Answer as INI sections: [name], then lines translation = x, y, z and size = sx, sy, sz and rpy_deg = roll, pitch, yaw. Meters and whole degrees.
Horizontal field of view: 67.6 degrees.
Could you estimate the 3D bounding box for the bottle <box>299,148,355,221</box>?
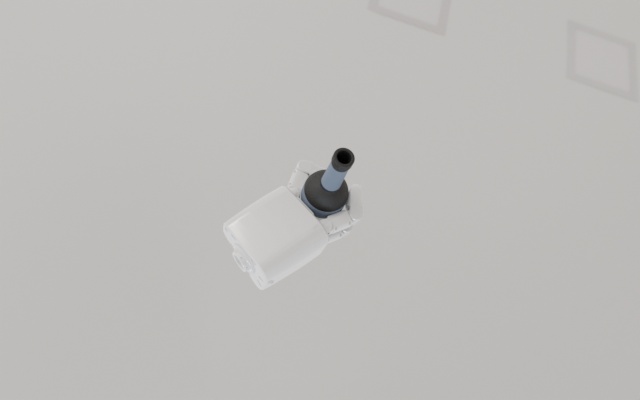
[bottle]
translation = 0.000, 0.002, 0.716
size = 0.069, 0.069, 0.296
rpy_deg = 0, -22, -12
